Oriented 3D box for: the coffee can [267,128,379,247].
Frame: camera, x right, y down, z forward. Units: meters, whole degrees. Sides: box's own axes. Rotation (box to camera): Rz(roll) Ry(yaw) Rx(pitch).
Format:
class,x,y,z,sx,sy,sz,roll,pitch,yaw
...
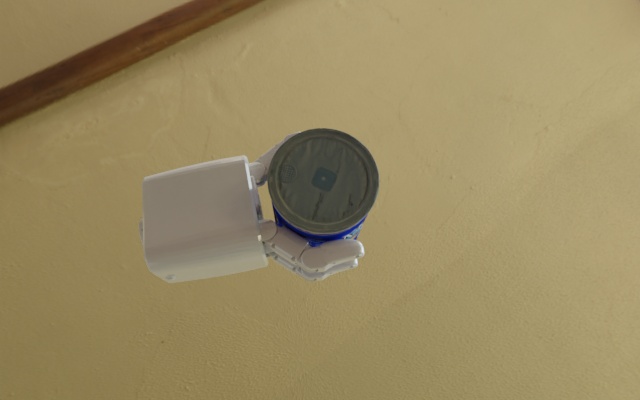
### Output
class,x,y,z,sx,sy,sz,roll,pitch,yaw
coffee can,0.000,0.001,0.500,0.103,0.102,0.140,0,-18,-2
